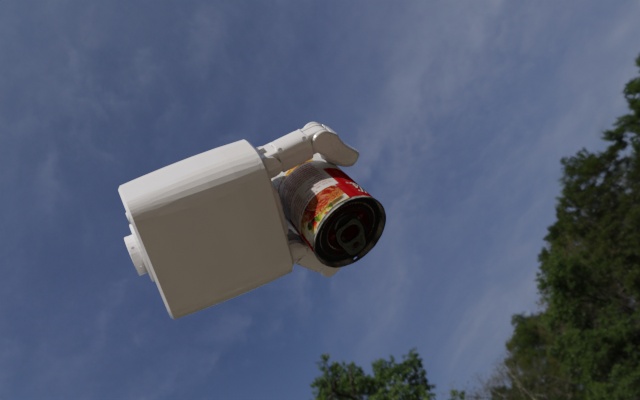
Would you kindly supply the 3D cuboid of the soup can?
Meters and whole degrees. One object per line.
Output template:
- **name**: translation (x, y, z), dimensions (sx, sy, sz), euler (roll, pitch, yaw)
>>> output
- **soup can**: translation (0.000, 0.001, 0.418), dimensions (0.068, 0.068, 0.102), euler (0, 30, -34)
